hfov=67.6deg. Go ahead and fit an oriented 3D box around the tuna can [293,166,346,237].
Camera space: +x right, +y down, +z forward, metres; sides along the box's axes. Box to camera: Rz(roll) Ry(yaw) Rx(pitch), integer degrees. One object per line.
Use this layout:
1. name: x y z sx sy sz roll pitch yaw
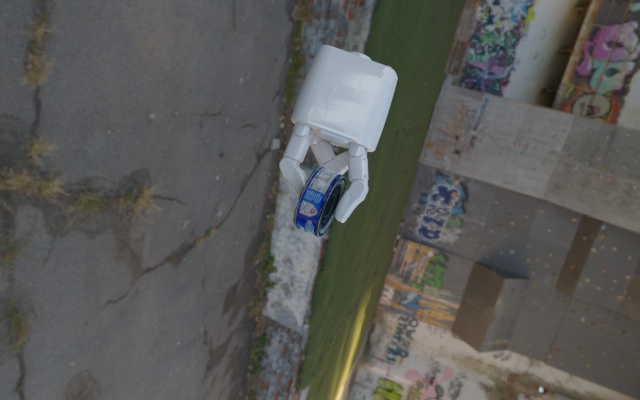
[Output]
1. tuna can: 0.001 0.002 0.605 0.034 0.086 0.086 23 6 14
